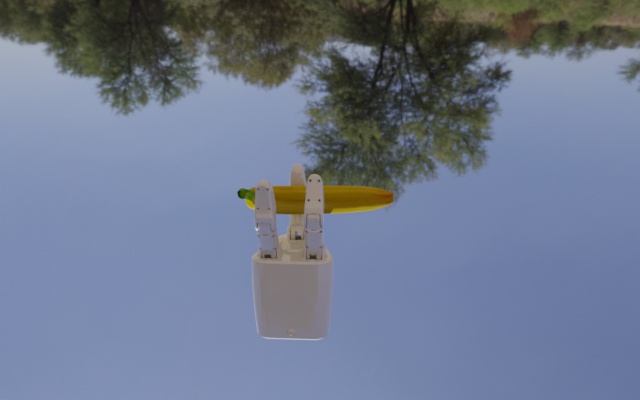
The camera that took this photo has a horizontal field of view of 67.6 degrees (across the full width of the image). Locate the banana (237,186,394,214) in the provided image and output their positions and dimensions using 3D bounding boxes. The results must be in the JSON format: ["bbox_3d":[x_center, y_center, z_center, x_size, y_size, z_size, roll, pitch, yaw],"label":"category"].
[{"bbox_3d":[-0.009,0.000,0.603,0.198,0.037,0.069,-1,6,-17],"label":"banana"}]
